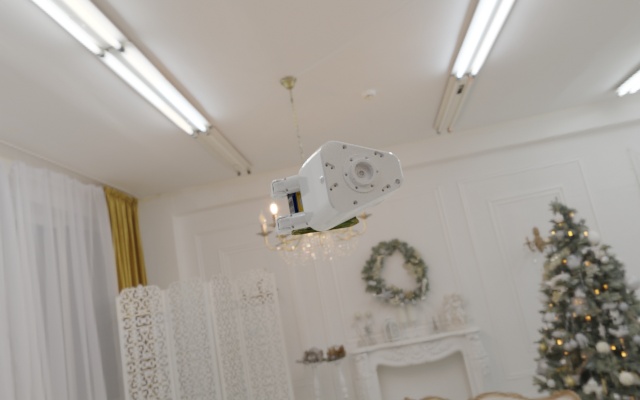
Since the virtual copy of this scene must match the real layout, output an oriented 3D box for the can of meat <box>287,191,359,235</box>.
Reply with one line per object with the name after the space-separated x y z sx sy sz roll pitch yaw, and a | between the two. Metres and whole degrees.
0.000 0.002 0.727 0.102 0.084 0.057 -8 -11 -14 | can of meat
